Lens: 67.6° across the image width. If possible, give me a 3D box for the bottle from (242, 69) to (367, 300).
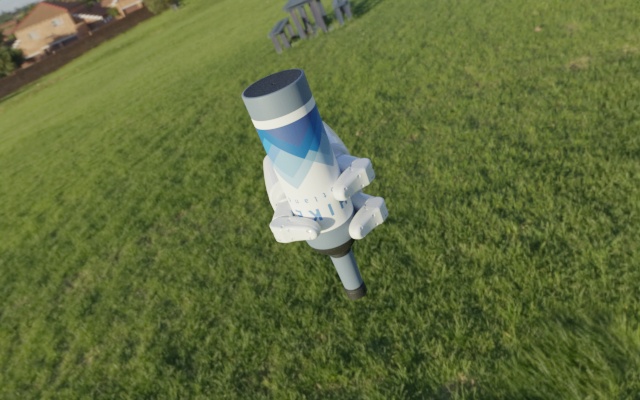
[{"bbox_3d":[0.000,0.002,0.546,0.069,0.296,0.069,-16,31,10],"label":"bottle"}]
